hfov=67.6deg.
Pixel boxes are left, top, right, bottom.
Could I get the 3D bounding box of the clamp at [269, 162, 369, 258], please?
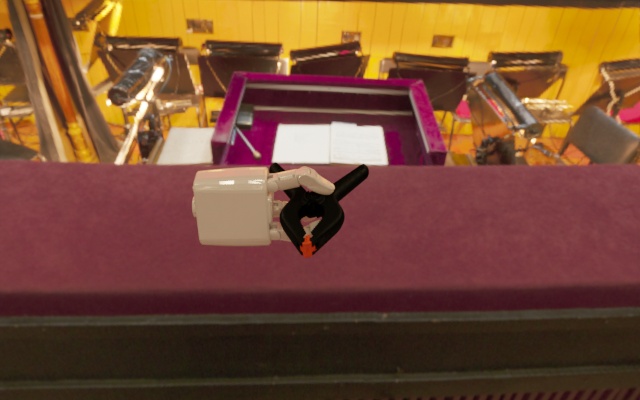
[{"bbox_3d":[0.000,0.002,0.723,0.164,0.036,0.209,-4,38,0],"label":"clamp"}]
